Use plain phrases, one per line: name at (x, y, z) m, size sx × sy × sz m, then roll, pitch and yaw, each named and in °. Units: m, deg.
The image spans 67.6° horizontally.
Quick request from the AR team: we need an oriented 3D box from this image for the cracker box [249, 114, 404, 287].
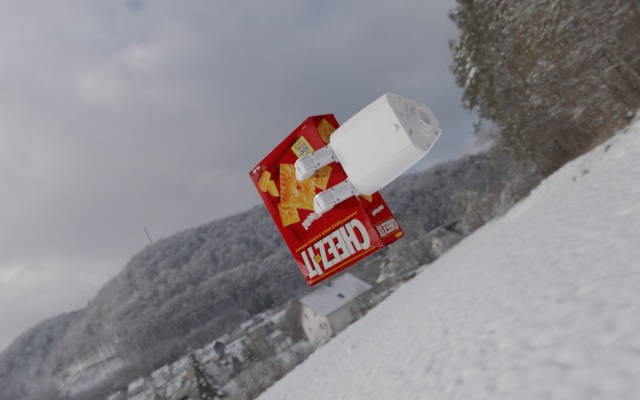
cracker box at (0.000, 0.002, 0.729) m, size 0.164 × 0.213 × 0.072 m, roll -35°, pitch -10°, yaw 38°
